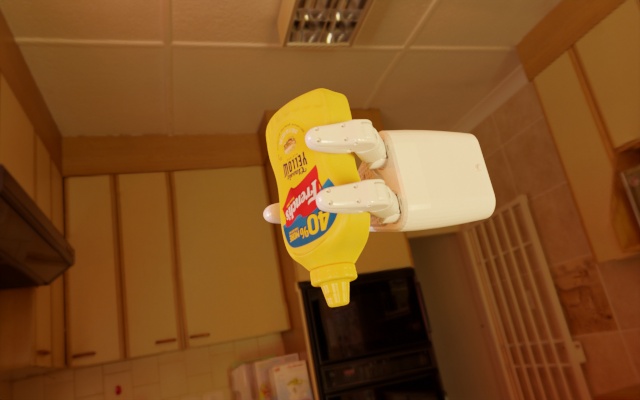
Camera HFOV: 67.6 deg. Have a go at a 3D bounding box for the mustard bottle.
[{"bbox_3d":[0.000,0.001,0.444,0.058,0.191,0.096,6,-24,-44],"label":"mustard bottle"}]
